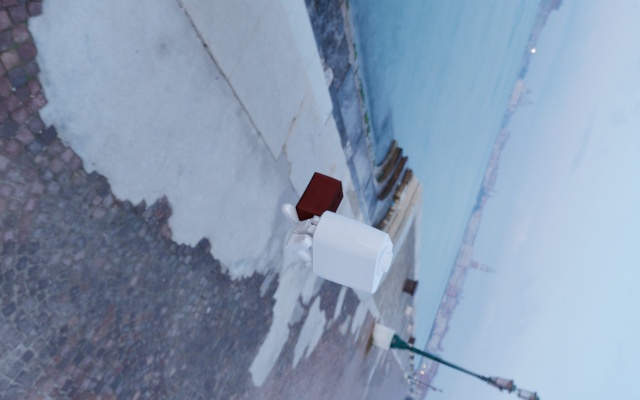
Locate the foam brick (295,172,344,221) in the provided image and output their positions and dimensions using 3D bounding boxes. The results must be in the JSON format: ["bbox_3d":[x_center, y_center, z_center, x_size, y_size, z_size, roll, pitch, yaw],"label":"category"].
[{"bbox_3d":[0.000,0.002,0.797,0.051,0.078,0.053,18,-28,18],"label":"foam brick"}]
